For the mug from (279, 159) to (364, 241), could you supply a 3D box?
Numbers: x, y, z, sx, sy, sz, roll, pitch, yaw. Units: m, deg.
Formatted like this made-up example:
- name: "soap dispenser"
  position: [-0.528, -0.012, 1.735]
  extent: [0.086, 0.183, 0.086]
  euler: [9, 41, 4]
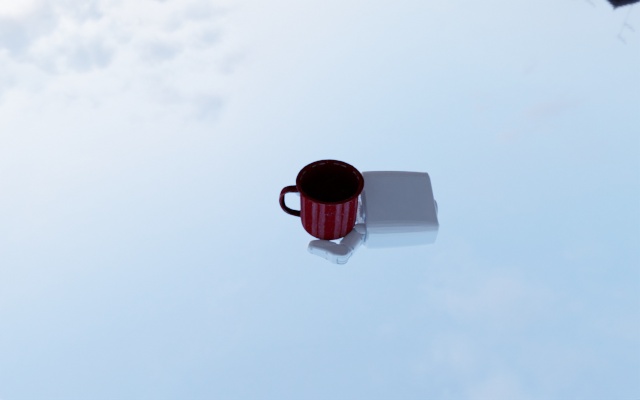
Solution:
- name: "mug"
  position: [-0.001, 0.002, 0.671]
  extent: [0.117, 0.082, 0.093]
  euler: [-1, 44, -3]
